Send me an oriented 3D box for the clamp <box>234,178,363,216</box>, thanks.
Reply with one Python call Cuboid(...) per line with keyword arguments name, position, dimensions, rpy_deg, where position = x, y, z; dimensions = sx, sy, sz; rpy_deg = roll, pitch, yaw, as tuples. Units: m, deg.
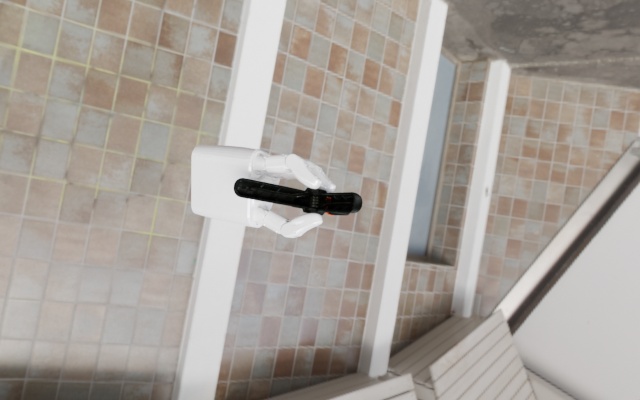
Cuboid(name="clamp", position=(0.000, 0.003, 0.664), dimensions=(0.164, 0.036, 0.210), rpy_deg=(9, -3, 22))
